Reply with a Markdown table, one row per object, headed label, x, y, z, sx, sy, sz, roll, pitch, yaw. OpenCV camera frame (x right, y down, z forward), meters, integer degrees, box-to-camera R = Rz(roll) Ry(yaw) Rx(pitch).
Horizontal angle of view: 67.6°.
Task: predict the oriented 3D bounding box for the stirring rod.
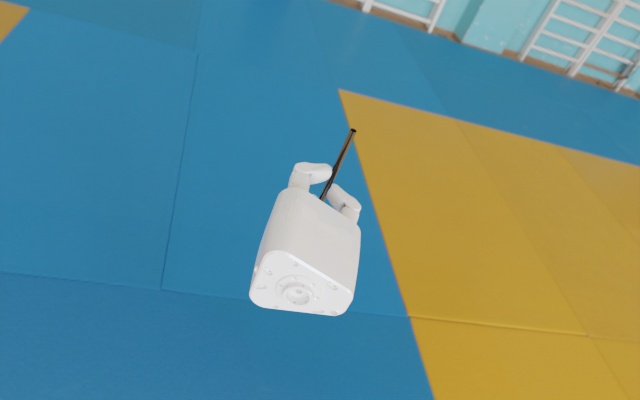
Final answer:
| label | x | y | z | sx | sy | sz | roll | pitch | yaw |
| --- | --- | --- | --- | --- | --- | --- | --- | --- | --- |
| stirring rod | 0.000 | 0.002 | 0.651 | 0.011 | 0.240 | 0.011 | 15 | 38 | -12 |
